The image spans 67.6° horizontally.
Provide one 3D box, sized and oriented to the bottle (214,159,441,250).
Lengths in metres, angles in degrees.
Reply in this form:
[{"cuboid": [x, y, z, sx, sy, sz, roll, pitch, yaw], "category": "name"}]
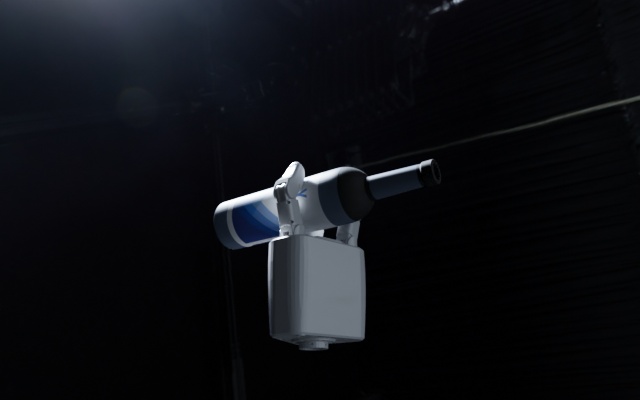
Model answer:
[{"cuboid": [0.000, 0.002, 0.578, 0.296, 0.069, 0.069, -15, -8, 31], "category": "bottle"}]
